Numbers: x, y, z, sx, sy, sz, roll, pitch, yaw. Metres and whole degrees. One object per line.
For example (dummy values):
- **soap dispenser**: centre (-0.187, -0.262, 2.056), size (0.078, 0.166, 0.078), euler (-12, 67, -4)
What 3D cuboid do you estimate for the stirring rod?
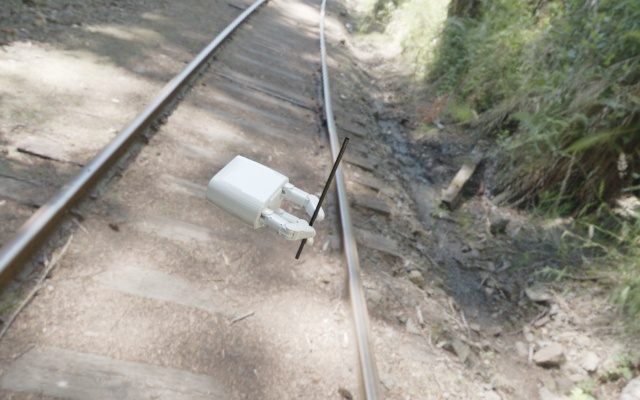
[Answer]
- **stirring rod**: centre (0.000, 0.003, 0.802), size (0.011, 0.240, 0.011), euler (19, 25, -9)
